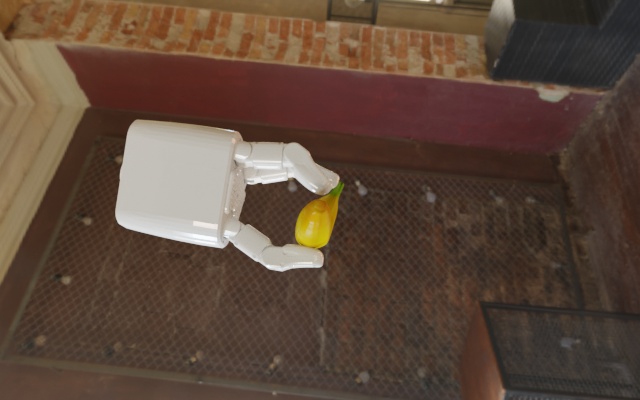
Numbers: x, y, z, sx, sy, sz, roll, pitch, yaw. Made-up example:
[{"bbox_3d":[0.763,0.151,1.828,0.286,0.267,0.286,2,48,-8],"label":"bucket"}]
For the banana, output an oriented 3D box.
[{"bbox_3d":[-0.004,0.019,0.512,0.037,0.069,0.198,13,9,3],"label":"banana"}]
